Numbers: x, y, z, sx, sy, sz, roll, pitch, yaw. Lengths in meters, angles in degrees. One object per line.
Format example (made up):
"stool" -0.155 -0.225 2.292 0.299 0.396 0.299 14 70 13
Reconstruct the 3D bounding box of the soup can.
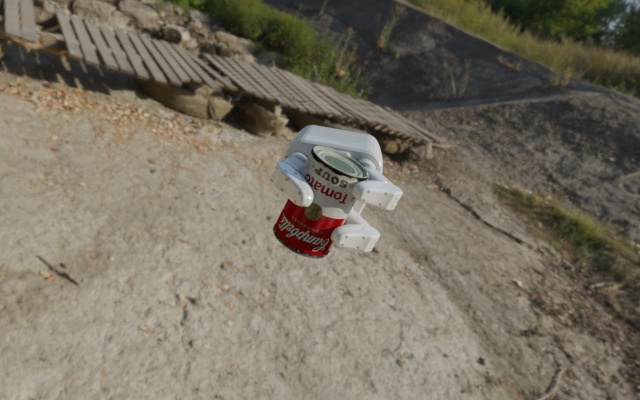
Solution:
"soup can" 0.000 0.002 0.510 0.068 0.102 0.068 23 22 -10
